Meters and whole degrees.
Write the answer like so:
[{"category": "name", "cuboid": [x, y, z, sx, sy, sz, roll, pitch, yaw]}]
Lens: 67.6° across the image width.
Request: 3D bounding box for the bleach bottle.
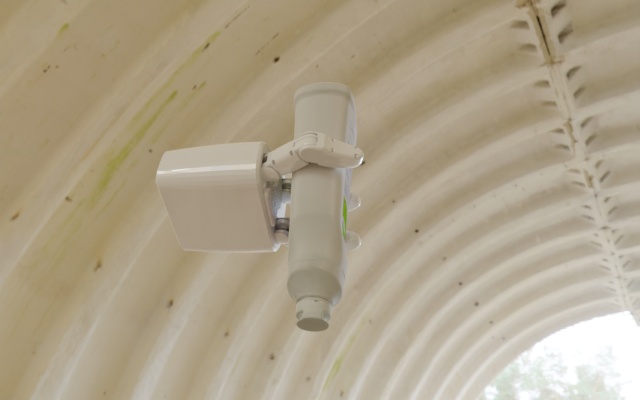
[{"category": "bleach bottle", "cuboid": [0.000, 0.002, 0.473, 0.068, 0.250, 0.103, -2, -38, 9]}]
